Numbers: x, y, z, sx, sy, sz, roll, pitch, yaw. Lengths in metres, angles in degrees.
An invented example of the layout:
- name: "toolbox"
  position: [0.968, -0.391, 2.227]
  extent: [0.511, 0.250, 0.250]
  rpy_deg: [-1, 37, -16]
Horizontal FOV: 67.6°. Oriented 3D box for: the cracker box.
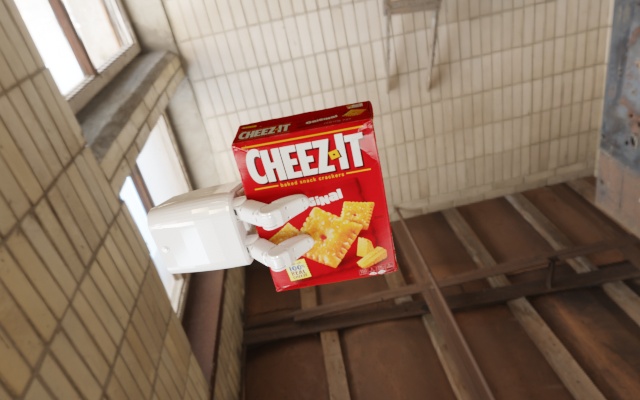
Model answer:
- name: "cracker box"
  position: [0.000, 0.002, 0.593]
  extent: [0.164, 0.214, 0.072]
  rpy_deg: [-10, 29, 6]
